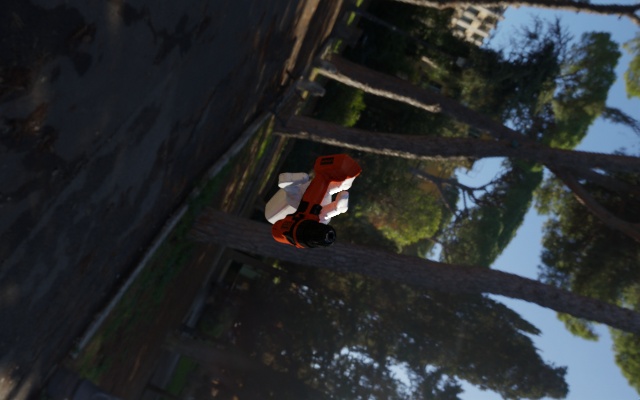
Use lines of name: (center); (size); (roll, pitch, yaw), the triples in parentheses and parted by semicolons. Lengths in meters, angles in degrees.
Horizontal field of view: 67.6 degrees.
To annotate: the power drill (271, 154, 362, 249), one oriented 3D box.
power drill: (0.000, 0.003, 0.881); (0.057, 0.187, 0.184); (42, -21, -28)
